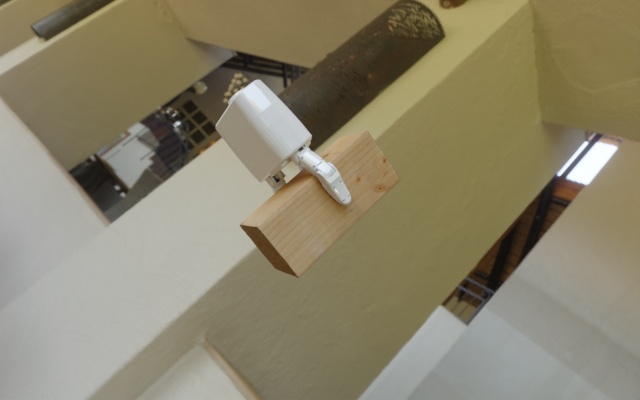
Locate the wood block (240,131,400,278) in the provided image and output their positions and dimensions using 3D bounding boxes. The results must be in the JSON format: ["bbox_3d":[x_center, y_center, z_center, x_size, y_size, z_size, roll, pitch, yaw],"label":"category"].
[{"bbox_3d":[0.000,0.002,0.676,0.206,0.090,0.091,-42,17,-19],"label":"wood block"}]
